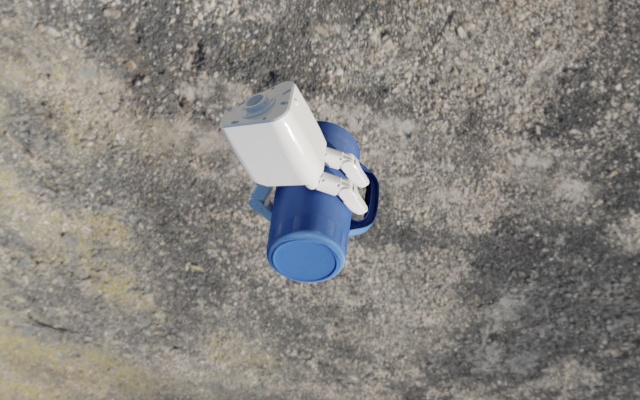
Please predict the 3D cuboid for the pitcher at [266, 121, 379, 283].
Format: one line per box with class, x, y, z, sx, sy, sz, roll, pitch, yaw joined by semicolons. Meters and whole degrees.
pitcher;0.000;0.002;0.724;0.149;0.145;0.242;-13;41;19
